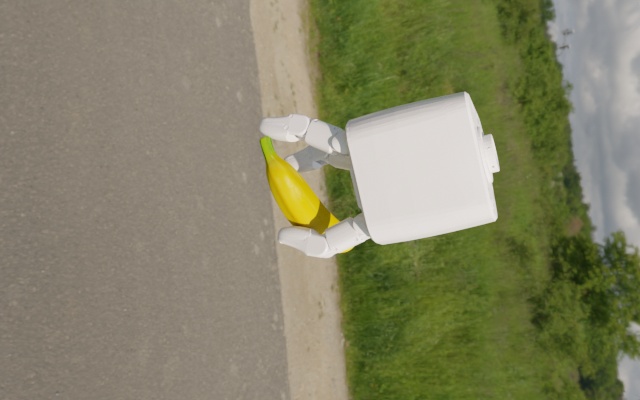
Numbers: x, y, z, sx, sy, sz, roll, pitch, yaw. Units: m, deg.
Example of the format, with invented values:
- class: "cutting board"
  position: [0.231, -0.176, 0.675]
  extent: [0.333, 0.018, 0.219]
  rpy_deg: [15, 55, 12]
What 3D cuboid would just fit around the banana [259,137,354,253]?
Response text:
- class: "banana"
  position: [-0.003, 0.015, 0.511]
  extent: [0.037, 0.069, 0.198]
  rpy_deg: [-15, -41, 23]
